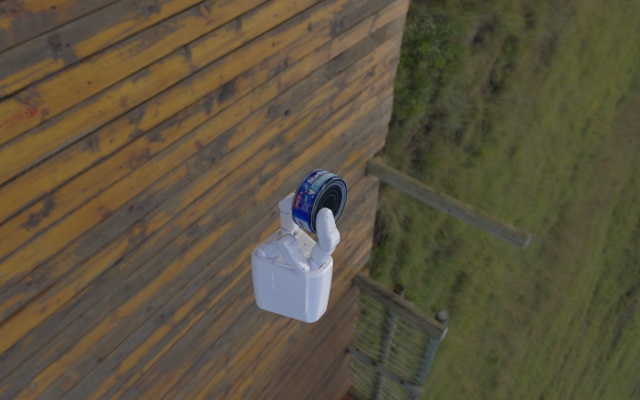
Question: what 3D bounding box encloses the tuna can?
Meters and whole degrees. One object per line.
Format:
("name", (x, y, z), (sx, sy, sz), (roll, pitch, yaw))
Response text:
("tuna can", (0.001, 0.002, 0.653), (0.033, 0.086, 0.086), (25, 13, 30))
